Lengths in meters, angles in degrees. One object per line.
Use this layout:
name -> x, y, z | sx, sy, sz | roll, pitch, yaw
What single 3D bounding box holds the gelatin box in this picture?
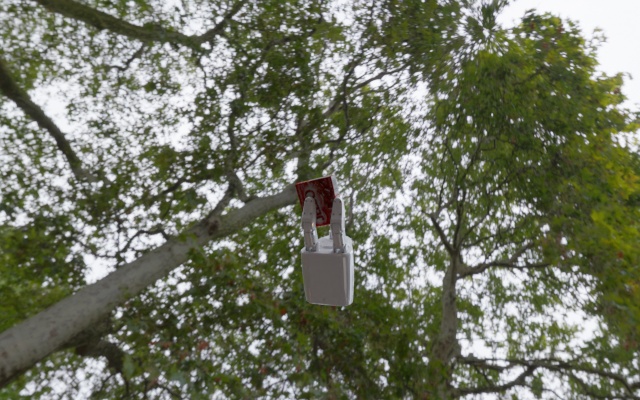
gelatin box -> 0.000, 0.002, 0.891 | 0.073, 0.089, 0.030 | -12, 6, 21
